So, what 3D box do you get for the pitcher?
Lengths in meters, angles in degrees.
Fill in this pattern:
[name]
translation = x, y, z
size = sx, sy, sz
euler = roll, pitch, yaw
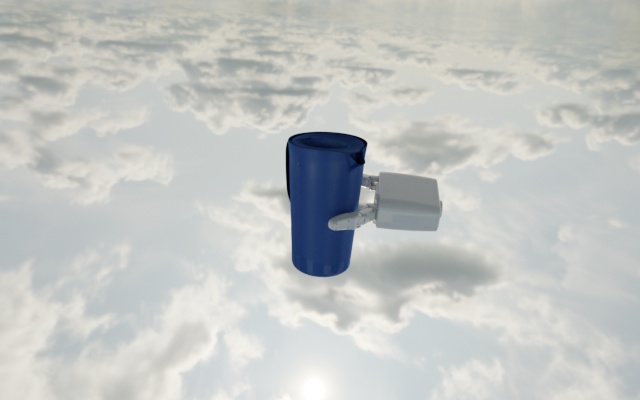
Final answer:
[pitcher]
translation = 0.000, 0.003, 0.843
size = 0.145, 0.243, 0.149
euler = 4, 21, 2
